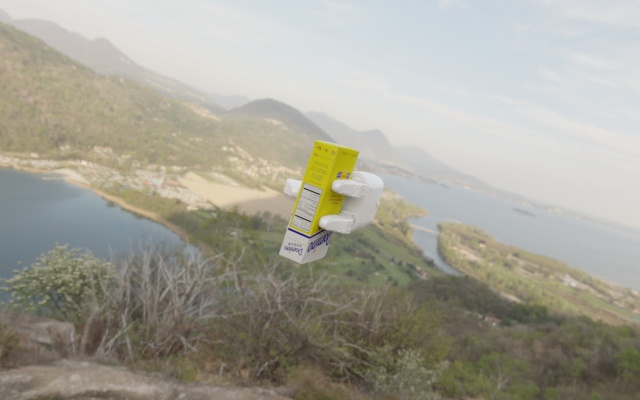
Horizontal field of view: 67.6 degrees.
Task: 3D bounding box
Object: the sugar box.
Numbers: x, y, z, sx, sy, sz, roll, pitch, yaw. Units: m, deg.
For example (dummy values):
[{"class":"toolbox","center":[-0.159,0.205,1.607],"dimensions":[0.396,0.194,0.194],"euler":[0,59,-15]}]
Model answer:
[{"class":"sugar box","center":[0.001,0.002,0.706],"dimensions":[0.048,0.176,0.093],"euler":[19,9,22]}]
